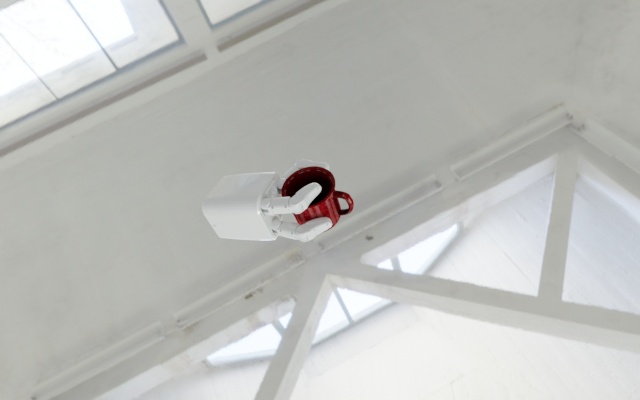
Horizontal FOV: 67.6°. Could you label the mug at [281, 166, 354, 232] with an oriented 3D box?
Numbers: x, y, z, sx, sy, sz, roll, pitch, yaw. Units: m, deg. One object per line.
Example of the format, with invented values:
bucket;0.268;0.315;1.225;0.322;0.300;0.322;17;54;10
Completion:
mug;0.002;0.003;0.814;0.117;0.093;0.082;1;-38;19
